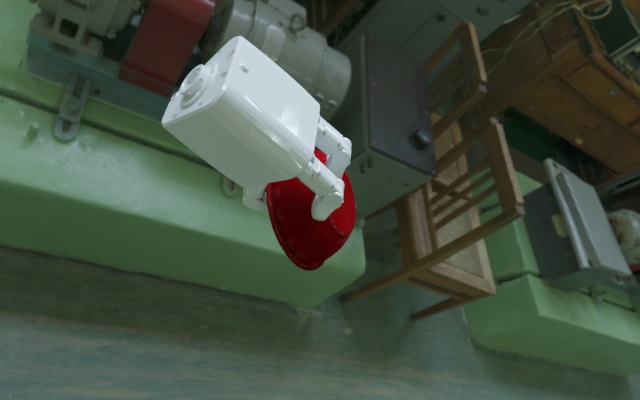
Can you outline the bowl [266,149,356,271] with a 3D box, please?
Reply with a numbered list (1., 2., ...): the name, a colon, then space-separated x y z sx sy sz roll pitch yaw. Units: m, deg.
1. bowl: 0.001 0.002 0.581 0.055 0.162 0.162 -12 -5 25
